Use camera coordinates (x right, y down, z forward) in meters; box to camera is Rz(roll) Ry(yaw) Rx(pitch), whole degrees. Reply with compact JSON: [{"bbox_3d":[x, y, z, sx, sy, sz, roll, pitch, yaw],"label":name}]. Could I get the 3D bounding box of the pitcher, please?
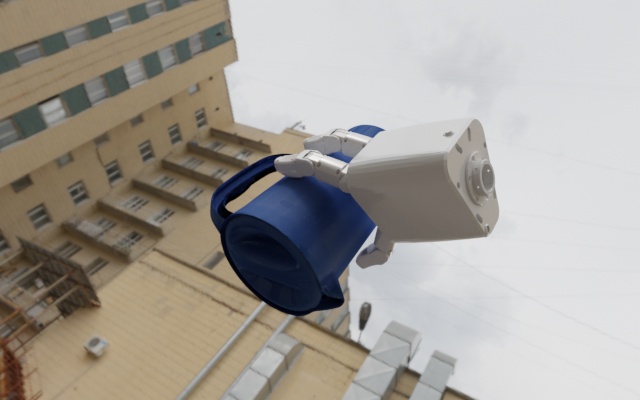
[{"bbox_3d":[0.000,0.002,0.567,0.145,0.149,0.242,-7,28,44],"label":"pitcher"}]
